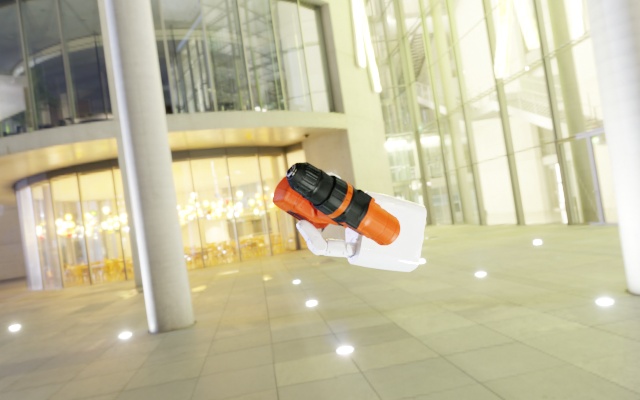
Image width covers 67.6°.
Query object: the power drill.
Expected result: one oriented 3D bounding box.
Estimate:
[{"bbox_3d":[0.000,0.002,0.689,0.184,0.057,0.187,33,-11,-26],"label":"power drill"}]
